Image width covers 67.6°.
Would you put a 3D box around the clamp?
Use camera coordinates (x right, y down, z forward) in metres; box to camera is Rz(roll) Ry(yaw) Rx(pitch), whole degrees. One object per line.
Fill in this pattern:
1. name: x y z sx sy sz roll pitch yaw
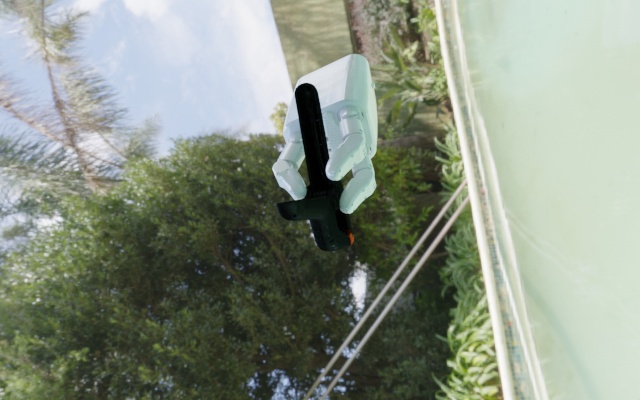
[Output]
1. clamp: -0.001 0.002 0.527 0.036 0.164 0.210 -4 -42 16
